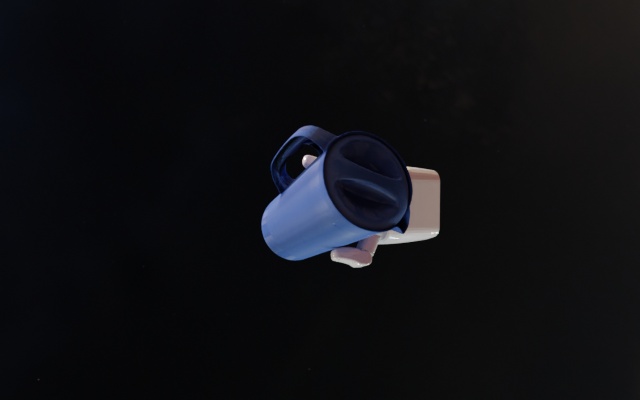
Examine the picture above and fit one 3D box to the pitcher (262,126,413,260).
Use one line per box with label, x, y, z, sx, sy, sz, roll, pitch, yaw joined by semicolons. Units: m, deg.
pitcher;0.000;0.002;0.680;0.145;0.149;0.243;0;-18;-30
